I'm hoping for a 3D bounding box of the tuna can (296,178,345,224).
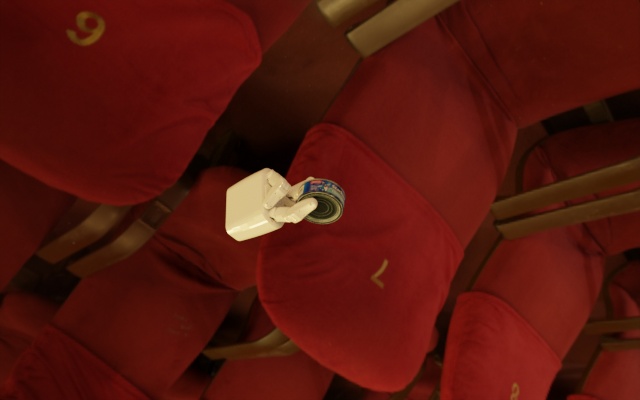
[{"bbox_3d":[0.000,0.003,0.849,0.086,0.033,0.086,5,-43,5],"label":"tuna can"}]
